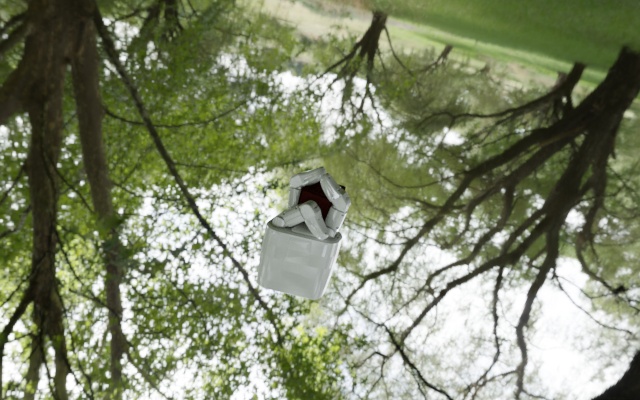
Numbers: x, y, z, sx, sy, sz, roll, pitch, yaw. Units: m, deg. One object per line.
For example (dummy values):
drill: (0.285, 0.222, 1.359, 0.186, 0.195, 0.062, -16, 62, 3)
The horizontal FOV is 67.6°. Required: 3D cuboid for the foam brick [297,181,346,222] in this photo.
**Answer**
foam brick: (0.000, 0.002, 0.756, 0.053, 0.051, 0.078, 19, 20, 14)
